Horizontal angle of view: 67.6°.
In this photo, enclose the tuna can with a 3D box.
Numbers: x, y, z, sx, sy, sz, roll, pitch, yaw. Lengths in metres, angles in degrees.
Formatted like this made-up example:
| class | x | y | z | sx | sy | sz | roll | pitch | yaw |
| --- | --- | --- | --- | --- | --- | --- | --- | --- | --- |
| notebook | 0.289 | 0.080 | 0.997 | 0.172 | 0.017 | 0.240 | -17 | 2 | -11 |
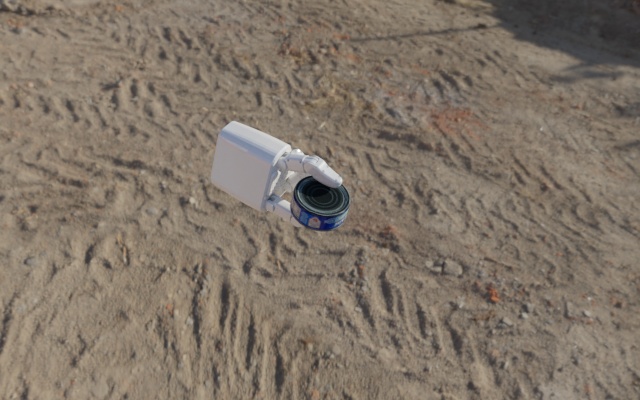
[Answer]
| class | x | y | z | sx | sy | sz | roll | pitch | yaw |
| --- | --- | --- | --- | --- | --- | --- | --- | --- | --- |
| tuna can | 0.000 | 0.002 | 0.698 | 0.086 | 0.086 | 0.034 | 0 | -43 | -16 |
